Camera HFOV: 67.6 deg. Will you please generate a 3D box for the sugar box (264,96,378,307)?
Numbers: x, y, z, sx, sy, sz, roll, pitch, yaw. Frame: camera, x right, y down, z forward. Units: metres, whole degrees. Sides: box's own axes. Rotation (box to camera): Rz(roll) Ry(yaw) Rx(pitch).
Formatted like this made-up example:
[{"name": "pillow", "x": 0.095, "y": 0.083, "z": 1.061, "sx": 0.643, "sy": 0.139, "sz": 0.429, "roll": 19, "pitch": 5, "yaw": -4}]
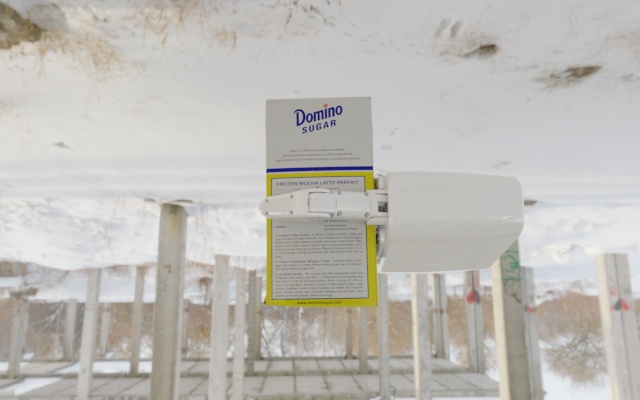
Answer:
[{"name": "sugar box", "x": 0.000, "y": 0.002, "z": 0.412, "sx": 0.093, "sy": 0.176, "sz": 0.048, "roll": 0, "pitch": -11, "yaw": 2}]
